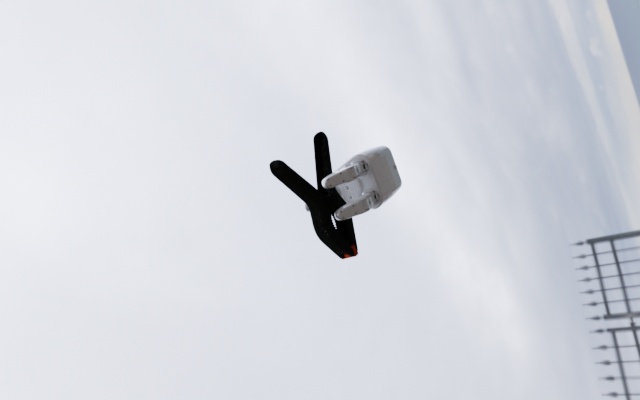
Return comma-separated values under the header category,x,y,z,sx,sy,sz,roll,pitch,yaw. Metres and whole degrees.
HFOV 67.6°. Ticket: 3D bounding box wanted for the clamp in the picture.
category,x,y,z,sx,sy,sz,roll,pitch,yaw
clamp,0.000,0.003,0.755,0.036,0.210,0.164,-17,7,34
